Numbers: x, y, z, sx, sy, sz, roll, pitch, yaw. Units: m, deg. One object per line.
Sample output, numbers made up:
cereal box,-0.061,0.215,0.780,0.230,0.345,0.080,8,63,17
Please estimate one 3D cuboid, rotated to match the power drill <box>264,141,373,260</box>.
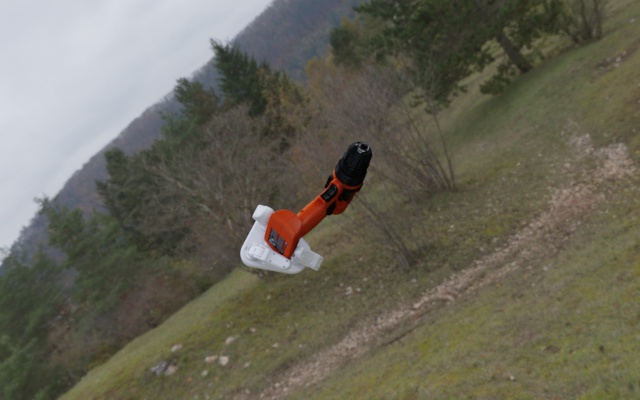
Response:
power drill,0.000,0.003,0.763,0.187,0.057,0.184,-38,-17,-31
